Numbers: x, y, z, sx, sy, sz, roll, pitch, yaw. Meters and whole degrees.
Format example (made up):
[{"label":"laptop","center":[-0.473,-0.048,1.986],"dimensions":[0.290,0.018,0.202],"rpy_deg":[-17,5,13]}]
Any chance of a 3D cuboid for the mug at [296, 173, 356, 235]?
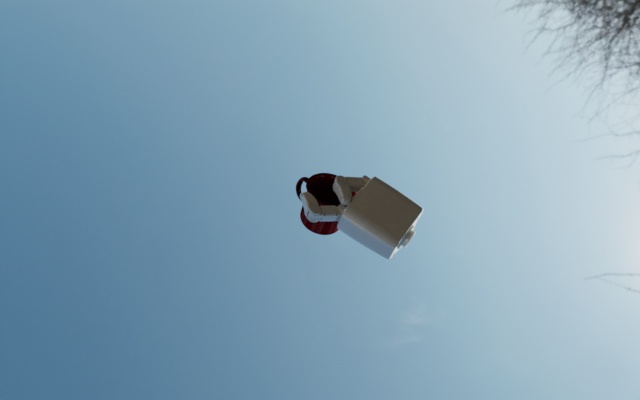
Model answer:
[{"label":"mug","center":[-0.001,0.002,0.883],"dimensions":[0.117,0.082,0.093],"rpy_deg":[34,43,18]}]
